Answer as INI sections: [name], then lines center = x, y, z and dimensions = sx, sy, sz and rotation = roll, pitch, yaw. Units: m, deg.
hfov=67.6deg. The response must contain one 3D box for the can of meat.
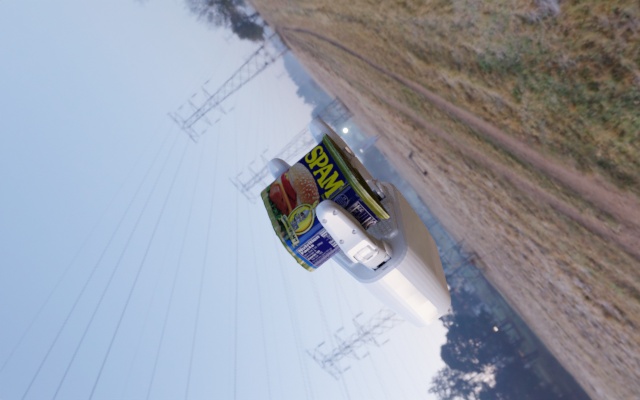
[can of meat]
center = 0.000, 0.002, 0.428
dimensions = 0.057, 0.084, 0.102
rotation = 43, 12, -39
